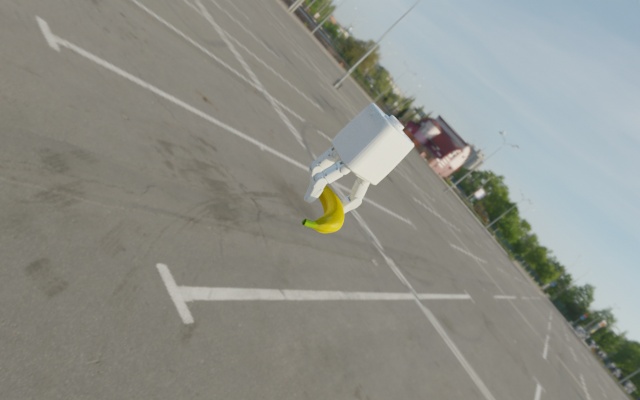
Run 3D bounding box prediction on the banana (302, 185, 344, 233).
[{"bbox_3d":[0.014,0.016,0.887,0.069,0.037,0.197,40,19,-8],"label":"banana"}]
